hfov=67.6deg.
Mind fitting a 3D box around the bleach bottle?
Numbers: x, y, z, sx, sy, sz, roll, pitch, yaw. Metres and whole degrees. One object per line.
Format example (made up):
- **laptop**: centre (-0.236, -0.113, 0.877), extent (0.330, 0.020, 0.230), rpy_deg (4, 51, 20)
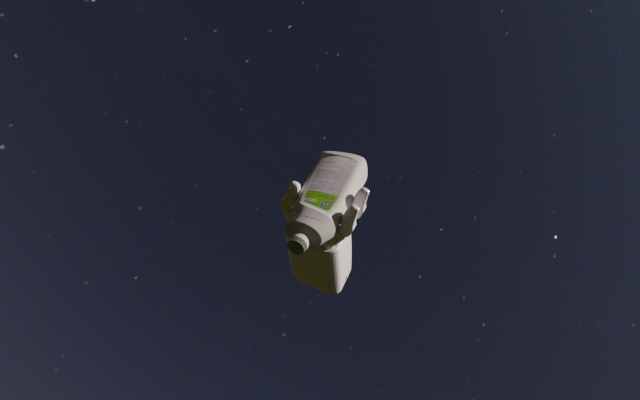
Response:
- **bleach bottle**: centre (0.000, 0.003, 0.816), extent (0.102, 0.068, 0.250), rpy_deg (8, 36, 20)
